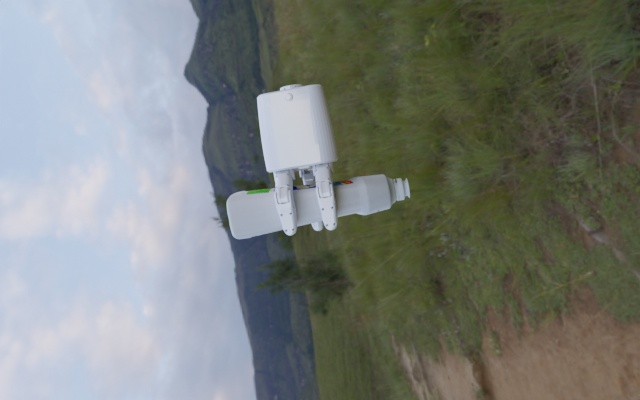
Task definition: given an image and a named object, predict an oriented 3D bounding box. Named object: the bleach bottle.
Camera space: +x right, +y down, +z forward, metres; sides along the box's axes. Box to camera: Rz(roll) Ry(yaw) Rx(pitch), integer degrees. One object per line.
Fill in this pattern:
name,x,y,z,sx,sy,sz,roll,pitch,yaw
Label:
bleach bottle,0.000,0.002,0.686,0.251,0.068,0.102,-9,4,4
